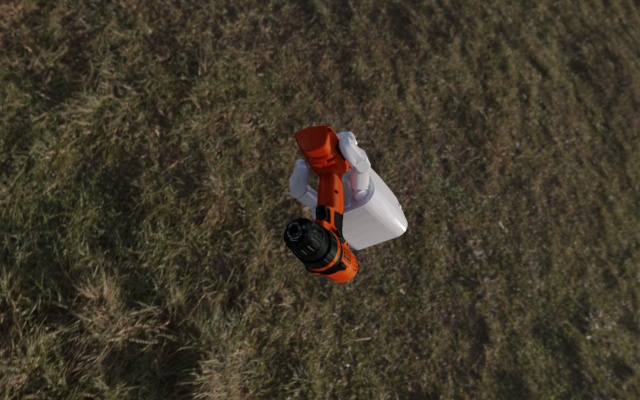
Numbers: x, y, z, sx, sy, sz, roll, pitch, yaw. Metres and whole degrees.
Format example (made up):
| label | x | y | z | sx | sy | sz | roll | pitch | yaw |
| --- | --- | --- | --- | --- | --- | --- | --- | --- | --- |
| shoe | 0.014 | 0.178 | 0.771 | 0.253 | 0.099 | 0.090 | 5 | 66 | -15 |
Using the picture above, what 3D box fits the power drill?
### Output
| label | x | y | z | sx | sy | sz | roll | pitch | yaw |
| --- | --- | --- | --- | --- | --- | --- | --- | --- | --- |
| power drill | 0.000 | 0.002 | 0.618 | 0.057 | 0.187 | 0.184 | -7 | -23 | 16 |
